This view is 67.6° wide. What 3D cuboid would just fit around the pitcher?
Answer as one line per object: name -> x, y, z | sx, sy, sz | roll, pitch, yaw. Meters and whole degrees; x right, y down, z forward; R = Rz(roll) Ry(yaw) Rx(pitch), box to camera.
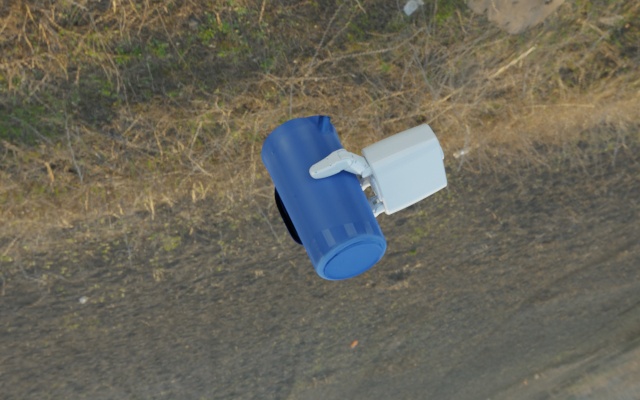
pitcher -> 0.000, 0.002, 0.740 | 0.145, 0.242, 0.149 | -24, -34, 0
